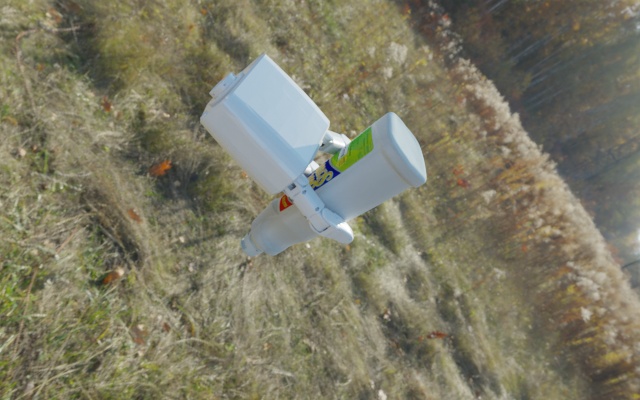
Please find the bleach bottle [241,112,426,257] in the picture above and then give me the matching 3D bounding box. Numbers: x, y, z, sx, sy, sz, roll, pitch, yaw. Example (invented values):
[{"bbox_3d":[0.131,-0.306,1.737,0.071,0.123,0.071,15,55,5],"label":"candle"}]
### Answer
[{"bbox_3d":[0.000,0.002,0.563,0.251,0.068,0.102,-34,23,24],"label":"bleach bottle"}]
